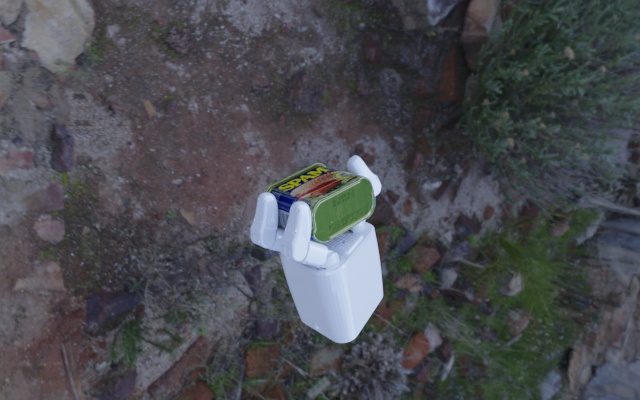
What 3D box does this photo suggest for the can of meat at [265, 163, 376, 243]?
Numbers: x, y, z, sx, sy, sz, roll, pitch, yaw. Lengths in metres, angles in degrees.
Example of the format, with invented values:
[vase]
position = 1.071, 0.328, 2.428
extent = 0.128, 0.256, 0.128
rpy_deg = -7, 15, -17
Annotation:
[can of meat]
position = 0.000, 0.002, 0.549
extent = 0.102, 0.057, 0.084
rpy_deg = -28, 30, -34
